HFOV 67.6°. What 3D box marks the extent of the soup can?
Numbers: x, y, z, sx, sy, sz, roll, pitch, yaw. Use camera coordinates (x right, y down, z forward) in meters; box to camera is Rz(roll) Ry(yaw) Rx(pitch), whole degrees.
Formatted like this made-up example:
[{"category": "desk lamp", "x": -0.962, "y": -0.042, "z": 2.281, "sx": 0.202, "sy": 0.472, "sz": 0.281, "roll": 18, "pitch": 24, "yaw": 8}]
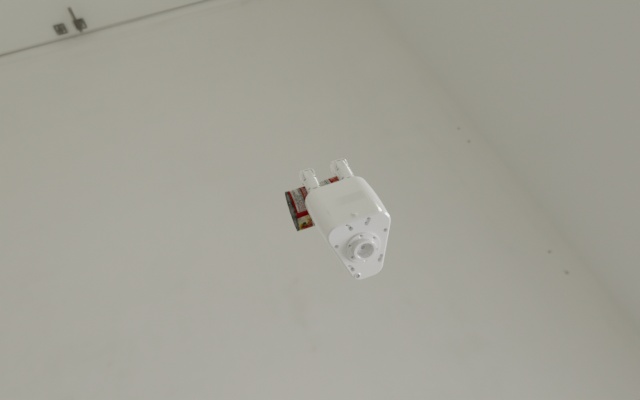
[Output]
[{"category": "soup can", "x": 0.000, "y": 0.002, "z": 0.780, "sx": 0.102, "sy": 0.068, "sz": 0.068, "roll": -18, "pitch": 2, "yaw": -8}]
